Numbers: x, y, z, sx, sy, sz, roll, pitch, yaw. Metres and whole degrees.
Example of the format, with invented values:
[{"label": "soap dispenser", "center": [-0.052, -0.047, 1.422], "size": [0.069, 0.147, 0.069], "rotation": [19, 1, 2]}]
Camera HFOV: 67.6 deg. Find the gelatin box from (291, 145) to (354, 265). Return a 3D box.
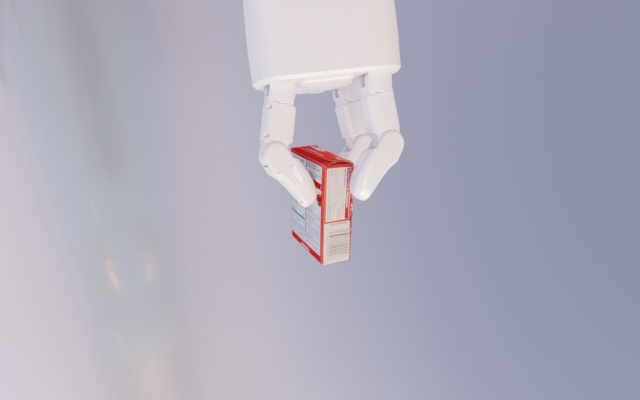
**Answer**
[{"label": "gelatin box", "center": [0.000, 0.002, 0.419], "size": [0.030, 0.089, 0.073], "rotation": [-6, 19, -23]}]
